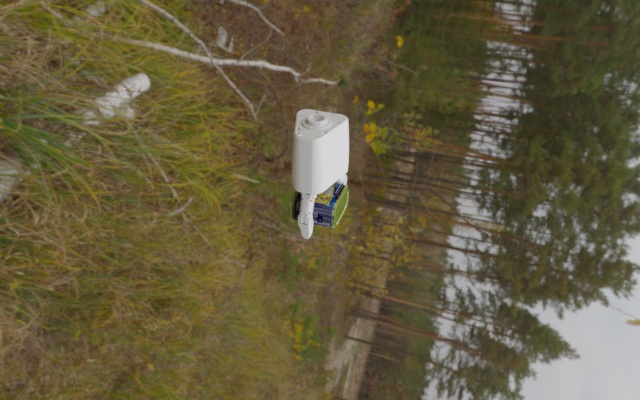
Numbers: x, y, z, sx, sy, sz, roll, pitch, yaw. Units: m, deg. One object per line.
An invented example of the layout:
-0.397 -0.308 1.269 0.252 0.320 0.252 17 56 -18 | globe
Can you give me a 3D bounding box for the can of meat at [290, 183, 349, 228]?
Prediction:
0.000 0.003 0.889 0.084 0.057 0.102 11 35 14 | can of meat
